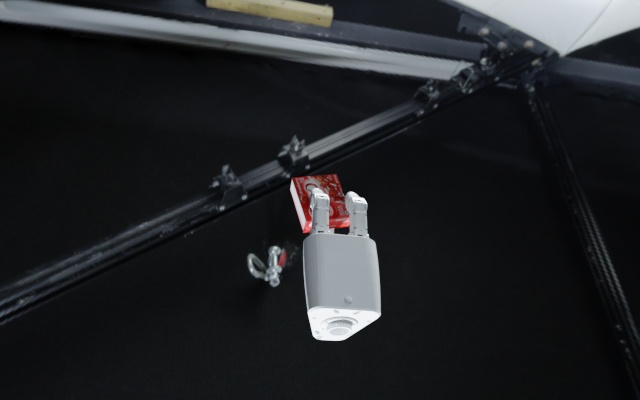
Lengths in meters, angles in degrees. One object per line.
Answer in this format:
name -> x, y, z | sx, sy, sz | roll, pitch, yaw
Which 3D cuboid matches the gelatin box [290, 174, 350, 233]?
gelatin box -> 0.000, 0.002, 0.724 | 0.073, 0.089, 0.030 | -6, -39, -17
